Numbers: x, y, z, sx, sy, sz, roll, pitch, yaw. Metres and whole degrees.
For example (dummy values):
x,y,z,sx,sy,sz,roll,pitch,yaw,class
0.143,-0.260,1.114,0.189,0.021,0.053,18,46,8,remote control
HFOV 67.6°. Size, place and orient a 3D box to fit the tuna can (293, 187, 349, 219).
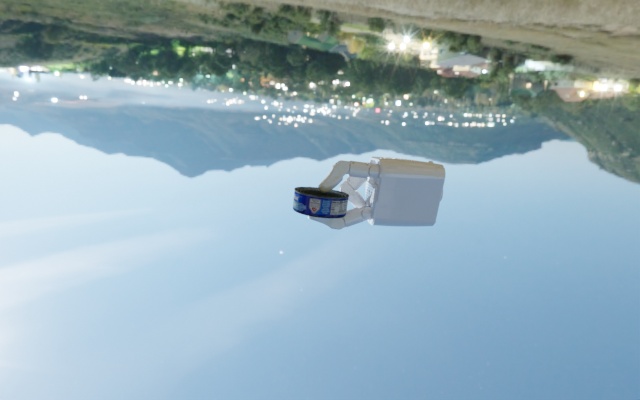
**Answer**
x,y,z,sx,sy,sz,roll,pitch,yaw,class
0.000,0.003,0.742,0.086,0.034,0.086,7,10,-1,tuna can
